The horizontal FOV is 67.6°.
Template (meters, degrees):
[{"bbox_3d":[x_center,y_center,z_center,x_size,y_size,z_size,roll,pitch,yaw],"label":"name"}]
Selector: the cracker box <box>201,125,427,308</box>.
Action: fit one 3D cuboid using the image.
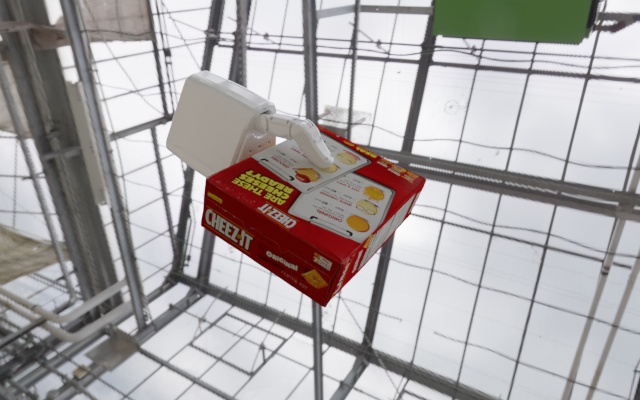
[{"bbox_3d":[0.000,0.002,0.538,0.164,0.072,0.213,30,36,19],"label":"cracker box"}]
